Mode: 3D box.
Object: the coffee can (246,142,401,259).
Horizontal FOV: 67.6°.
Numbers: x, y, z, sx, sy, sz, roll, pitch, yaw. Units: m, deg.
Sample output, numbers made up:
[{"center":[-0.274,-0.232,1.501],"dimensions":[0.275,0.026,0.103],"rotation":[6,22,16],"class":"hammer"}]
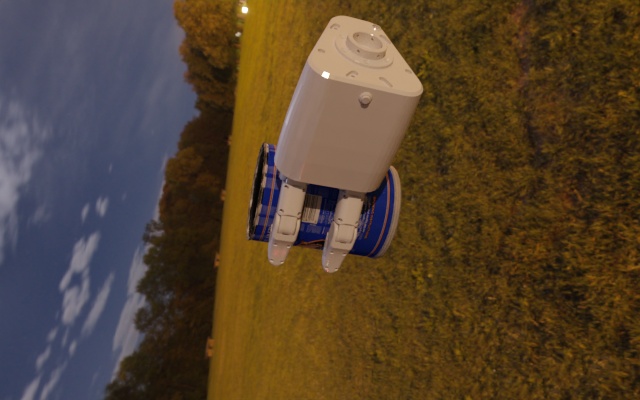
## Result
[{"center":[0.000,0.002,0.504],"dimensions":[0.140,0.103,0.103],"rotation":[9,-2,-13],"class":"coffee can"}]
